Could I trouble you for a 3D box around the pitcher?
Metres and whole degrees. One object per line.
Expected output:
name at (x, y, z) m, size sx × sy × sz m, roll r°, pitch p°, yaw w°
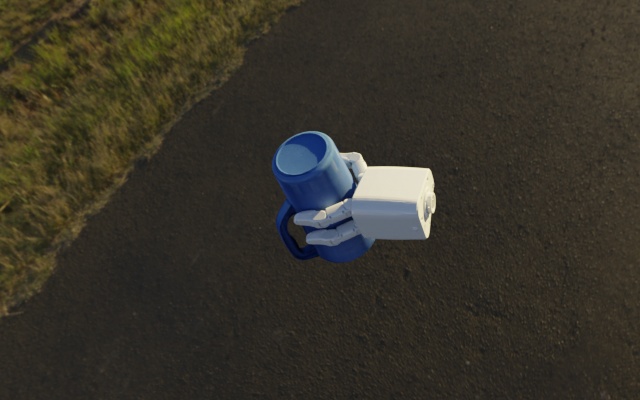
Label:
pitcher at (0.000, 0.003, 0.839) m, size 0.145 × 0.149 × 0.243 m, roll 2°, pitch -35°, yaw 25°
